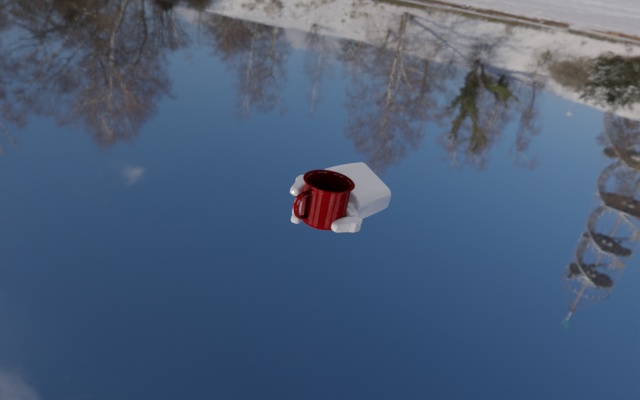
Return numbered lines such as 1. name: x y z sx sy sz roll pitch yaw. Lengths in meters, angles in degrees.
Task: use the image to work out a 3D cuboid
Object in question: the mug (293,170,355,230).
1. mug: -0.001 0.003 0.851 0.117 0.081 0.093 -16 37 -41
